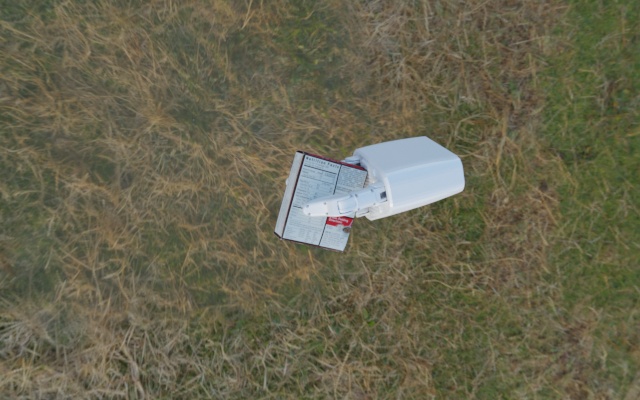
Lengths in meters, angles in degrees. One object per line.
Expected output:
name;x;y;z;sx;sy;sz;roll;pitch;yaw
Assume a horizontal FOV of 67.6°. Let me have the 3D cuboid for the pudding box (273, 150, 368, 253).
pudding box;0.000;0.002;0.599;0.090;0.113;0.039;14;4;-20
